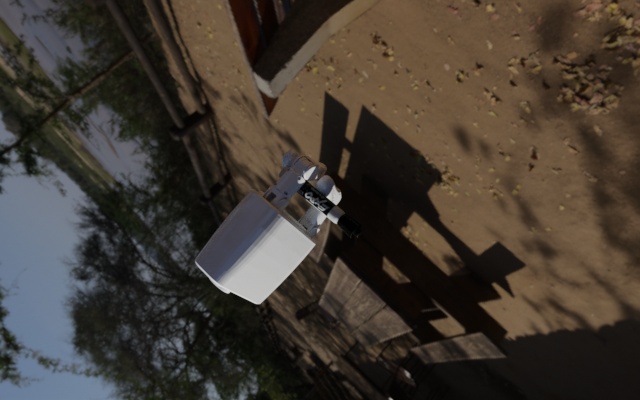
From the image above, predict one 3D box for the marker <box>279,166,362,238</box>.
[{"bbox_3d":[0.000,0.002,0.548,0.121,0.020,0.020,40,16,20],"label":"marker"}]
